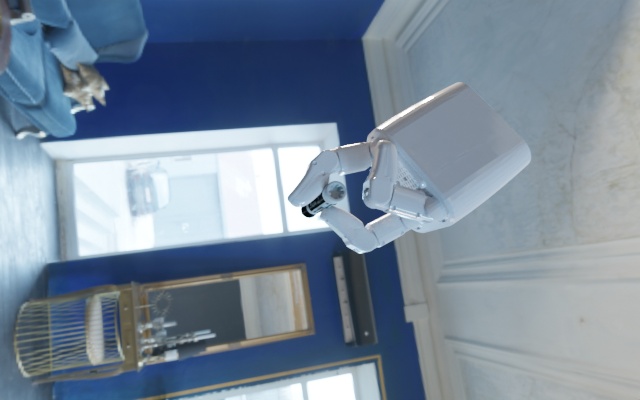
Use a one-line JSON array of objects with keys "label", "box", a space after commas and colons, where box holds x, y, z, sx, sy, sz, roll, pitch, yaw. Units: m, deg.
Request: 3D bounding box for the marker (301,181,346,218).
[{"label": "marker", "box": [0.000, 0.002, 0.474, 0.020, 0.020, 0.121, 0, -9, -13]}]
